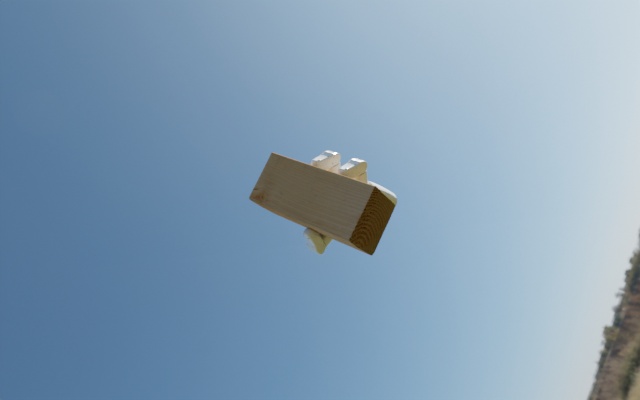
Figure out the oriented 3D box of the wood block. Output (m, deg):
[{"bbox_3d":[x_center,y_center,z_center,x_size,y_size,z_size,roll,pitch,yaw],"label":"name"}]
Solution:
[{"bbox_3d":[0.000,0.003,0.766,0.206,0.091,0.090,20,-9,34],"label":"wood block"}]
